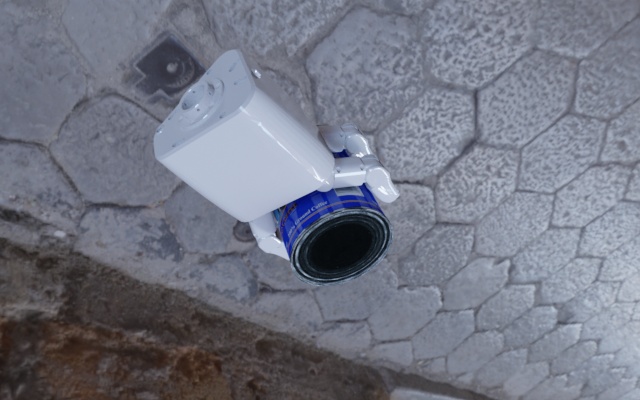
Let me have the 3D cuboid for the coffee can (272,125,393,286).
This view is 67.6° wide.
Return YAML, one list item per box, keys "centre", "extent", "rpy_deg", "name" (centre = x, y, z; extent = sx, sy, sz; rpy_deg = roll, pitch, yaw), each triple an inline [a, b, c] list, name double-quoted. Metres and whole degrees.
- centre: [0.000, 0.002, 0.494]
  extent: [0.103, 0.103, 0.140]
  rpy_deg: [0, 40, -23]
  name: "coffee can"
